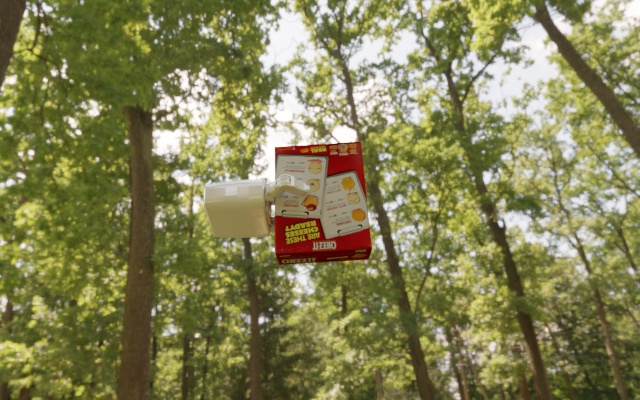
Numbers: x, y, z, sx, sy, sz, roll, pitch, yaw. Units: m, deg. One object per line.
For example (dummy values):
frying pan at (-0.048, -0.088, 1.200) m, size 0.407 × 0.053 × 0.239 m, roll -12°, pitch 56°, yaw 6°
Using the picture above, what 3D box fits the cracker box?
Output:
cracker box at (0.000, 0.003, 0.862) m, size 0.164 × 0.213 × 0.072 m, roll -3°, pitch -26°, yaw 0°
